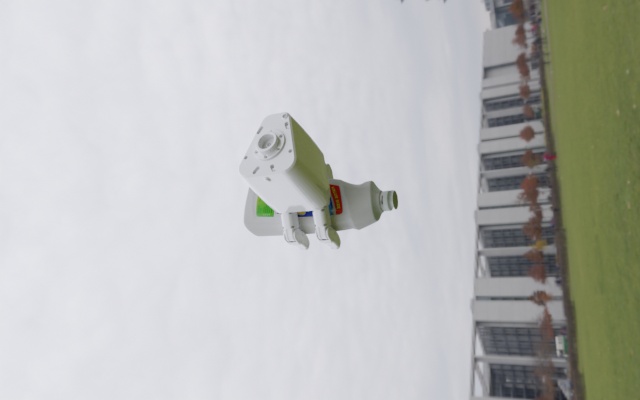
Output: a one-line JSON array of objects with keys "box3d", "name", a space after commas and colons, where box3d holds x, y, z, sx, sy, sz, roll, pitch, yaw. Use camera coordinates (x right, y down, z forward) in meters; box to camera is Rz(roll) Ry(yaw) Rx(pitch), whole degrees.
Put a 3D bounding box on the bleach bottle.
[{"box3d": [0.000, 0.003, 0.768, 0.251, 0.102, 0.068, -6, -29, 25], "name": "bleach bottle"}]
